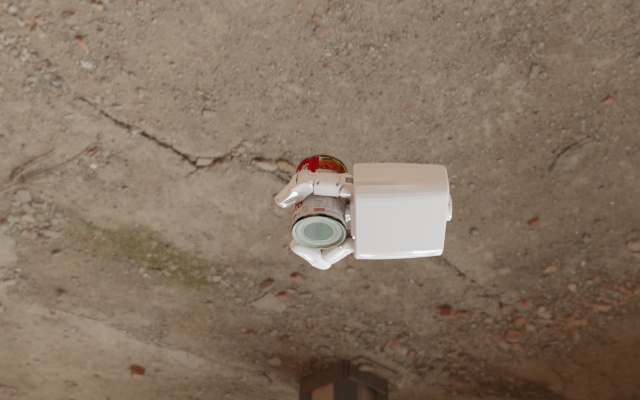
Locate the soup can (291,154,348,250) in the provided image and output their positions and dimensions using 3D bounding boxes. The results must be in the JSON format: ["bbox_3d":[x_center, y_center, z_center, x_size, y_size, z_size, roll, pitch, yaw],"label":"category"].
[{"bbox_3d":[0.000,0.002,0.594,0.068,0.102,0.069,2,-42,1],"label":"soup can"}]
